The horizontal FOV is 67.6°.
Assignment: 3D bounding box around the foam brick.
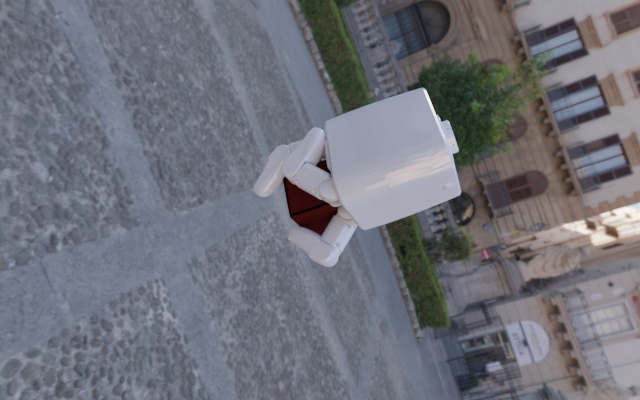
[{"bbox_3d":[0.000,0.002,0.522,0.051,0.053,0.078,-19,-28,13],"label":"foam brick"}]
